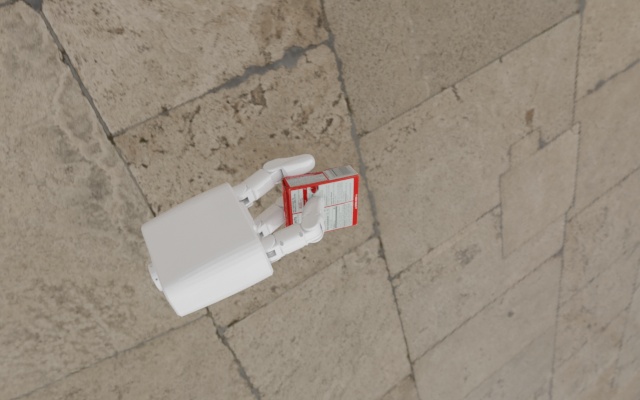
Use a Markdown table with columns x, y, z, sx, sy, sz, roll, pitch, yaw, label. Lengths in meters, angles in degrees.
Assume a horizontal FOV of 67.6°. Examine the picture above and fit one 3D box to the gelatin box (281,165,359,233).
| x | y | z | sx | sy | sz | roll | pitch | yaw | label |
| --- | --- | --- | --- | --- | --- | --- | --- | --- | --- |
| 0.001 | 0.002 | 0.568 | 0.089 | 0.073 | 0.030 | -12 | 35 | -16 | gelatin box |
